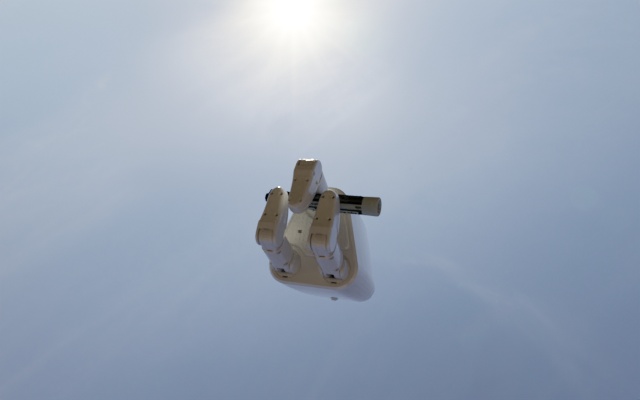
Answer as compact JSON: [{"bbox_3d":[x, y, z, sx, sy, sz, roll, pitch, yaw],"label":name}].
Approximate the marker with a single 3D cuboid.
[{"bbox_3d":[0.000,0.002,0.476,0.121,0.020,0.020,5,2,21],"label":"marker"}]
